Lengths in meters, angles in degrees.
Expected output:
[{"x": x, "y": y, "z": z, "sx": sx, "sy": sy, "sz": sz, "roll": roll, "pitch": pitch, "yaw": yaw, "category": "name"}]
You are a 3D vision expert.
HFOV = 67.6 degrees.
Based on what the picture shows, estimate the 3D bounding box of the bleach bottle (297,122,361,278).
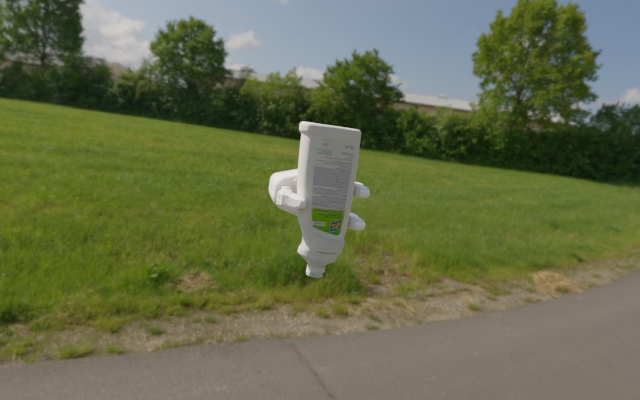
[{"x": 0.000, "y": 0.003, "z": 0.786, "sx": 0.102, "sy": 0.251, "sz": 0.068, "roll": 7, "pitch": 9, "yaw": -13, "category": "bleach bottle"}]
